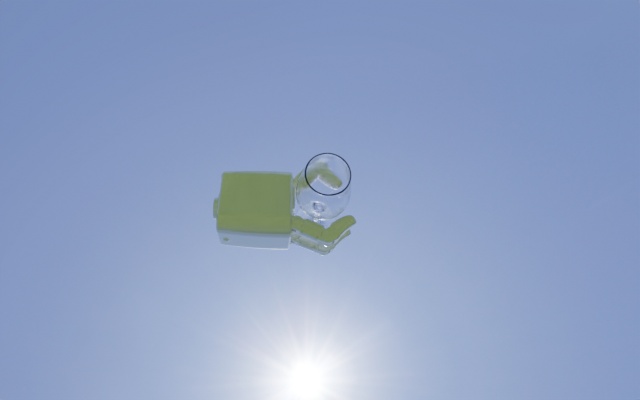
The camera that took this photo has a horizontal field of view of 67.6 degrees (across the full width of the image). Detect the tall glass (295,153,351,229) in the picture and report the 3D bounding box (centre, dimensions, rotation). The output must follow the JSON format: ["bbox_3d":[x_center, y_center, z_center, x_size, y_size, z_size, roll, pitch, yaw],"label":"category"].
[{"bbox_3d":[0.000,0.003,0.711,0.079,0.079,0.201,0,-22,-6],"label":"tall glass"}]
